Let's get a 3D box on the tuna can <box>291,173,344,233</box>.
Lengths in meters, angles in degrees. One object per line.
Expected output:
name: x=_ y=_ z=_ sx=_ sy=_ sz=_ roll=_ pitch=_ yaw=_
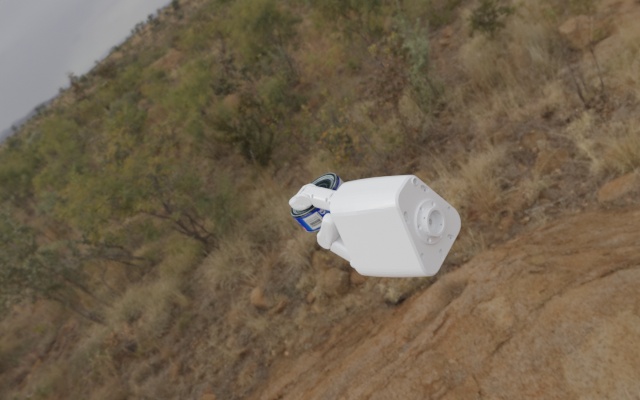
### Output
tuna can: x=0.000 y=0.002 z=0.664 sx=0.034 sy=0.086 sz=0.086 roll=47 pitch=-22 yaw=-22
